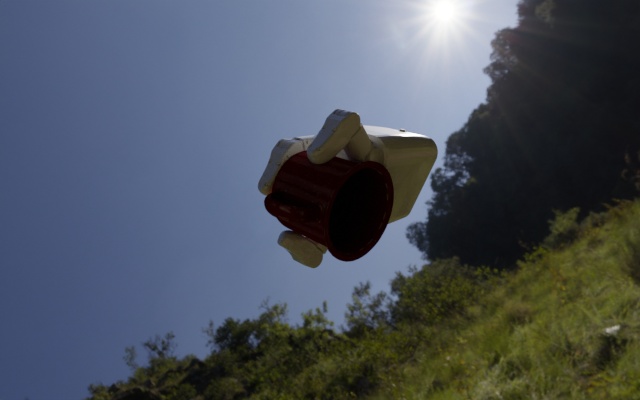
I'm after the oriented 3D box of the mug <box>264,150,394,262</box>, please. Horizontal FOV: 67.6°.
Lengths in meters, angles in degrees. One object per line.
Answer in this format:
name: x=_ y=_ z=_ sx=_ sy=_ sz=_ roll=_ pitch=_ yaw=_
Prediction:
mug: x=-0.001 y=0.002 z=0.438 sx=0.117 sy=0.093 sz=0.081 roll=-12 pitch=25 yaw=-44
